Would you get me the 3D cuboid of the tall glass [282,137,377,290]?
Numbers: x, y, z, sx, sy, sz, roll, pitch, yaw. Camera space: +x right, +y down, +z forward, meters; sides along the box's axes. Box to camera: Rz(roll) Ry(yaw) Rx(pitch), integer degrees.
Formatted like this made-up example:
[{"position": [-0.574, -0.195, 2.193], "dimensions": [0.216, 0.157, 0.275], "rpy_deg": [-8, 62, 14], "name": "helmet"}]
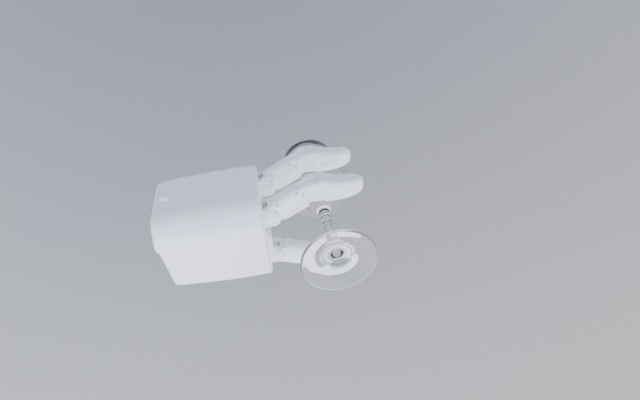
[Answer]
[{"position": [0.000, 0.002, 0.528], "dimensions": [0.079, 0.079, 0.201], "rpy_deg": [0, 34, -12], "name": "tall glass"}]
